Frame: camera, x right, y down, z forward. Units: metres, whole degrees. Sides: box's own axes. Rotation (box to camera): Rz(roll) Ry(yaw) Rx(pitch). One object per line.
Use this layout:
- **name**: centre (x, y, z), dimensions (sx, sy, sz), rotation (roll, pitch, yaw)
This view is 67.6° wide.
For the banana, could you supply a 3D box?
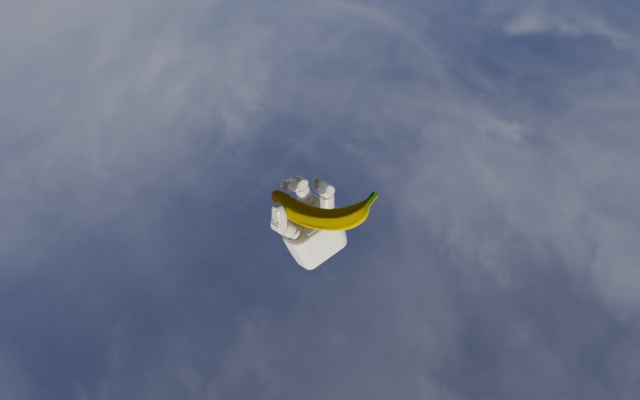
- **banana**: centre (-0.001, 0.018, 0.818), dimensions (0.198, 0.069, 0.037), rotation (3, -33, 21)
